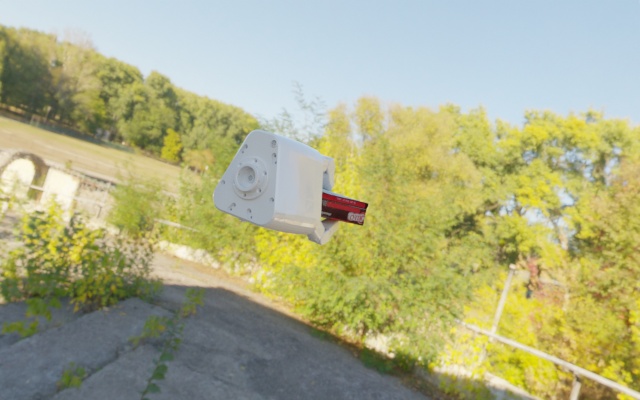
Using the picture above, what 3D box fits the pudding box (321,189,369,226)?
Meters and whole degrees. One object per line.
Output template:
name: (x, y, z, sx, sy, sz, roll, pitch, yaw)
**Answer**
pudding box: (0.000, 0.002, 0.694, 0.090, 0.039, 0.113, 15, 4, -35)
